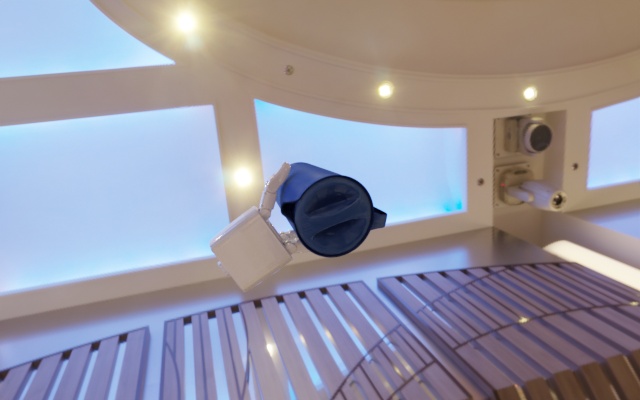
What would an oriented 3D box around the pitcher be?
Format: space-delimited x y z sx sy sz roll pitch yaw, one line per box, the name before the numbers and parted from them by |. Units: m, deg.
pitcher | 0.000 0.003 0.852 0.145 0.149 0.242 -38 21 -5
